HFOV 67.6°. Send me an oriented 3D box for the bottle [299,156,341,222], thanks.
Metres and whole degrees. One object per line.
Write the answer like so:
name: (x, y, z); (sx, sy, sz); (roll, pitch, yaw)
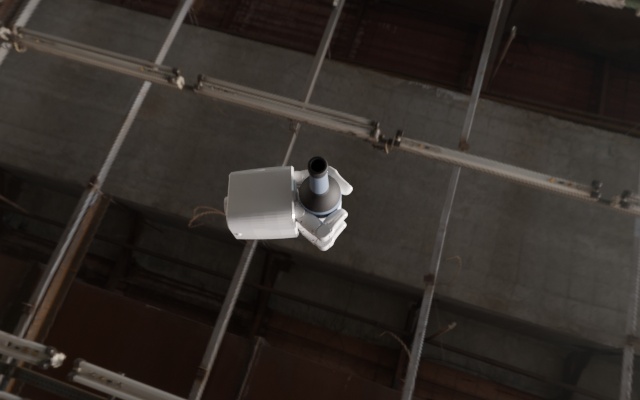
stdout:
bottle: (0.000, 0.003, 0.775); (0.069, 0.069, 0.296); (0, -20, 2)
